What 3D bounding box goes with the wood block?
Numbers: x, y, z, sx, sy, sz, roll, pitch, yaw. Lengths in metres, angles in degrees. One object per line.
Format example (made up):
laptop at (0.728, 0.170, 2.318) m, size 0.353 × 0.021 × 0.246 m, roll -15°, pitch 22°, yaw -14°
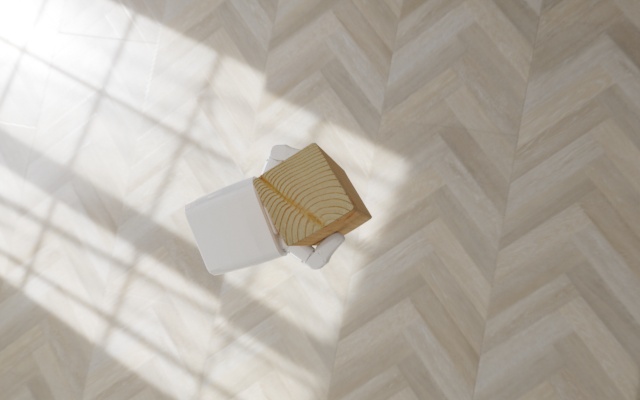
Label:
wood block at (0.000, 0.003, 0.635) m, size 0.090 × 0.091 × 0.206 m, roll -31°, pitch -10°, yaw 8°
